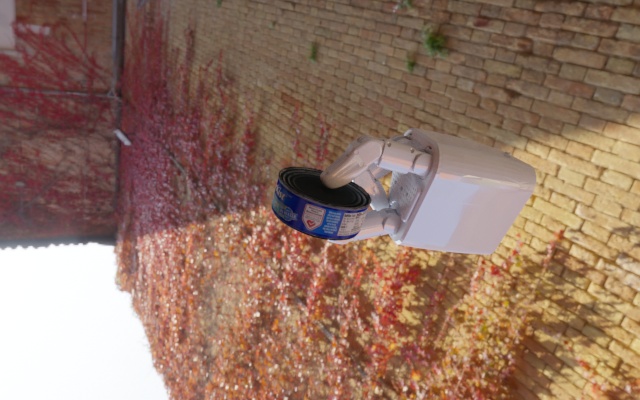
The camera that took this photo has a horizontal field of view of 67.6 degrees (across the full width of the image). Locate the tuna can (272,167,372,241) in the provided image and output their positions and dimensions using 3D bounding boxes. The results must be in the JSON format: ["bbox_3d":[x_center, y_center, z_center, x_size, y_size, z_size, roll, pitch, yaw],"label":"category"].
[{"bbox_3d":[0.000,0.002,0.429,0.086,0.034,0.086,15,21,-6],"label":"tuna can"}]
